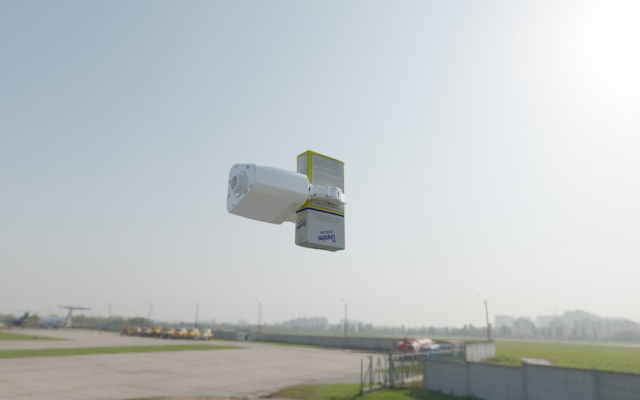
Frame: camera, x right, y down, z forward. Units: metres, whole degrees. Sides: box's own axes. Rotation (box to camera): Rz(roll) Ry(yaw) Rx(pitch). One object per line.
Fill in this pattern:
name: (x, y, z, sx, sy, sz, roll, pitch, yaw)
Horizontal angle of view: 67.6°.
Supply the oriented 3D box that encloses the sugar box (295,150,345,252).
sugar box: (0.000, 0.003, 0.894, 0.093, 0.176, 0.048, 15, -20, -36)
